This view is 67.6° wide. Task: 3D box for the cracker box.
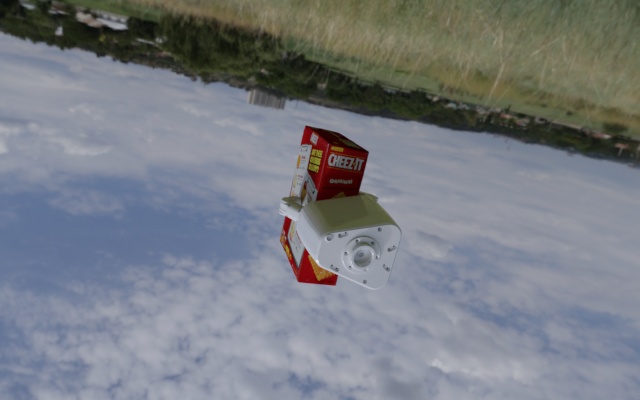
[{"bbox_3d":[0.000,0.003,0.760,0.072,0.214,0.164,9,15,-17],"label":"cracker box"}]
